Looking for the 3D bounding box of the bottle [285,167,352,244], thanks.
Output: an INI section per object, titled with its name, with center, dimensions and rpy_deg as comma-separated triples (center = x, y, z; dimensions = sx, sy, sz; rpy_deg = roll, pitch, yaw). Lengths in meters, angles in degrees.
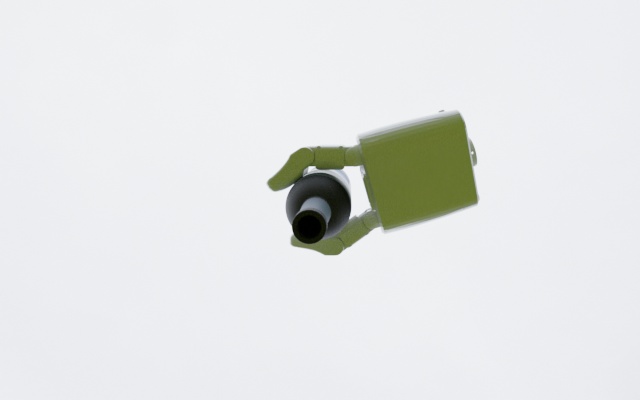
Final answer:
[bottle]
center = 0.000, 0.002, 0.513
dimensions = 0.069, 0.069, 0.295
rpy_deg = 0, 7, 3
